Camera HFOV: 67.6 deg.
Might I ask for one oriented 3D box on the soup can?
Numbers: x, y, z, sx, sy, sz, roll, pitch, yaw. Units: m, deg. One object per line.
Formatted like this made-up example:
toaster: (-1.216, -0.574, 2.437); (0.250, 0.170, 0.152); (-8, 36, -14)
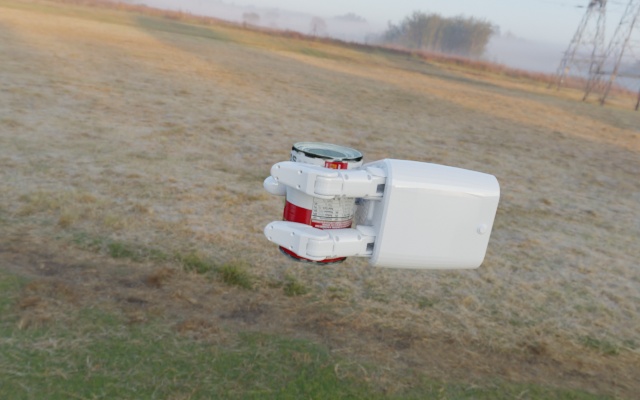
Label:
soup can: (0.000, 0.001, 0.450); (0.068, 0.102, 0.068); (8, 16, -2)
